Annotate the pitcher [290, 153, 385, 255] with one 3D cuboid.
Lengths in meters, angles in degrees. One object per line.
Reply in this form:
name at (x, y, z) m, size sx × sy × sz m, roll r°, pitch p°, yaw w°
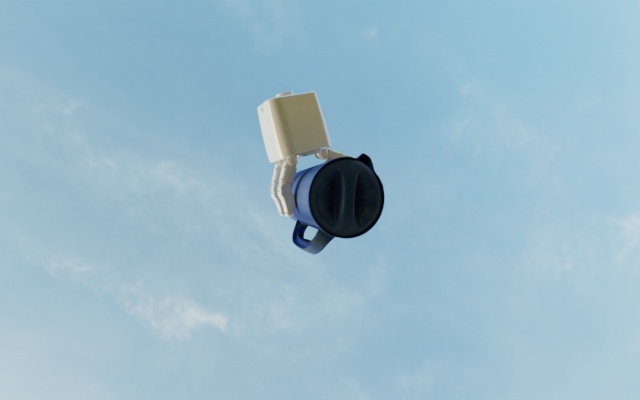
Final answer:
pitcher at (0.000, 0.003, 0.874) m, size 0.149 × 0.145 × 0.243 m, roll -17°, pitch 6°, yaw -19°
